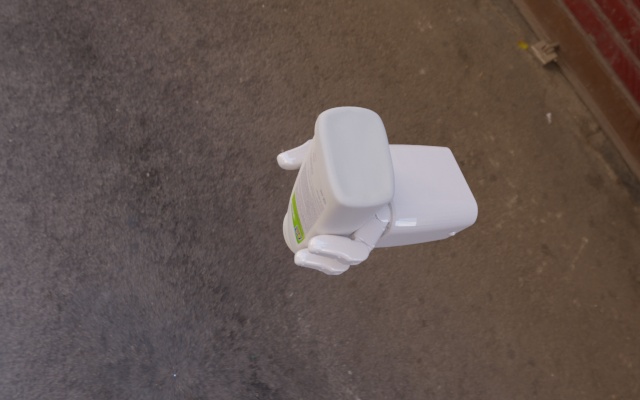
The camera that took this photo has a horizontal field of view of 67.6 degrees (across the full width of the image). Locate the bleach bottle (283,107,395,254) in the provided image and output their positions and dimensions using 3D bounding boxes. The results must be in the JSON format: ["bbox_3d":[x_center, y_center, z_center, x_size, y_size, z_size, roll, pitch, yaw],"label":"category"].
[{"bbox_3d":[0.000,0.002,0.534,0.068,0.102,0.251,-4,-18,-18],"label":"bleach bottle"}]
